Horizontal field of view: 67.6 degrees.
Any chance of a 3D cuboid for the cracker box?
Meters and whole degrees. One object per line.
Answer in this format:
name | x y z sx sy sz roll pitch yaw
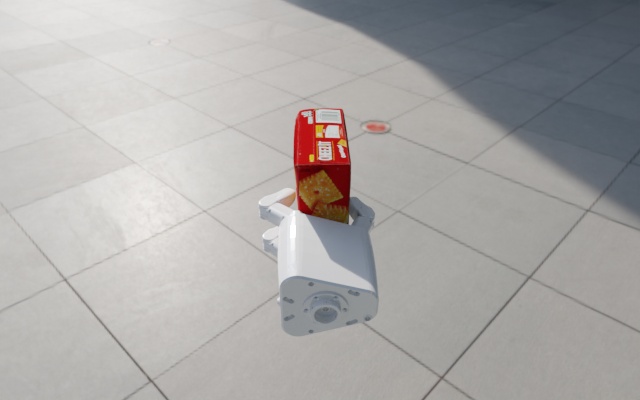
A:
cracker box | 0.000 0.002 0.662 0.072 0.214 0.164 0 34 -2
